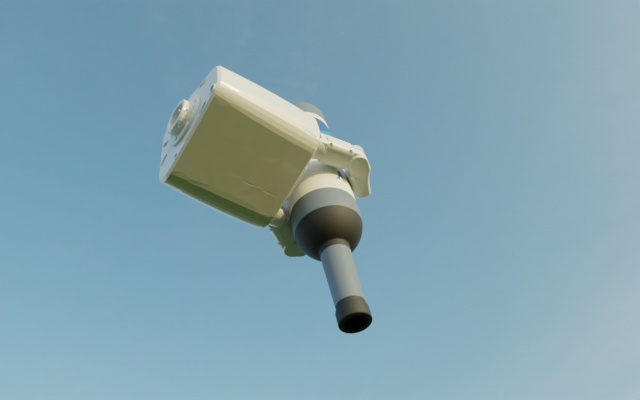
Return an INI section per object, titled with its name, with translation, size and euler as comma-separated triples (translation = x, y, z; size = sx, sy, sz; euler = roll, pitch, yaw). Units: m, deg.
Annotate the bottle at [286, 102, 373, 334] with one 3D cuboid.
[bottle]
translation = 0.000, 0.001, 0.478
size = 0.069, 0.069, 0.295
euler = 0, 39, -14
